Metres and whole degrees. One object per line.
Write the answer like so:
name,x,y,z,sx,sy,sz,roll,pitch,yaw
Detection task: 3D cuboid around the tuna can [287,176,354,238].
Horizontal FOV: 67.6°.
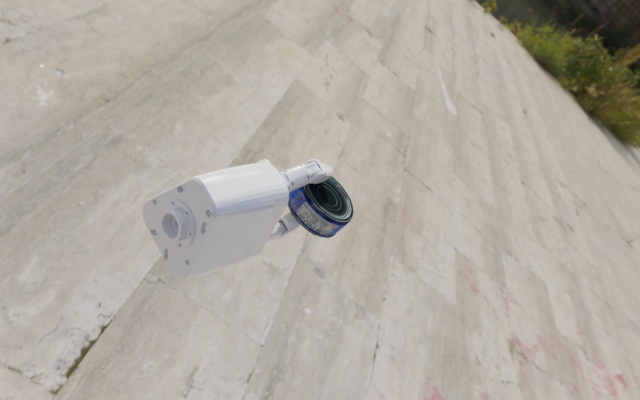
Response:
tuna can,0.000,0.002,0.592,0.034,0.086,0.086,-42,-25,30
